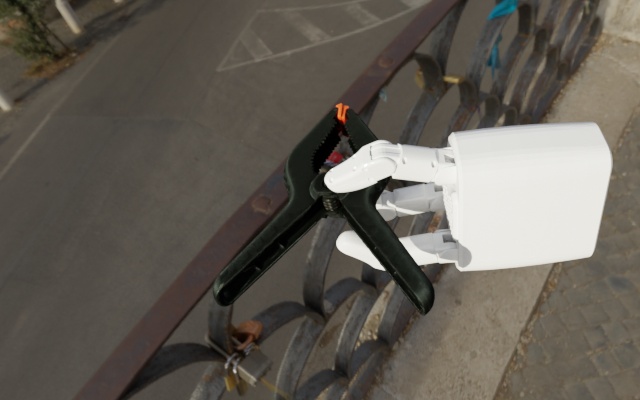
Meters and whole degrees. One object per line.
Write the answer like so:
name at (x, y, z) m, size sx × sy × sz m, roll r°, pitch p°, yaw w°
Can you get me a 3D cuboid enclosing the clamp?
clamp at (0.000, 0.000, 0.400) m, size 0.164 × 0.209 × 0.036 m, roll -5°, pitch -38°, yaw 9°
